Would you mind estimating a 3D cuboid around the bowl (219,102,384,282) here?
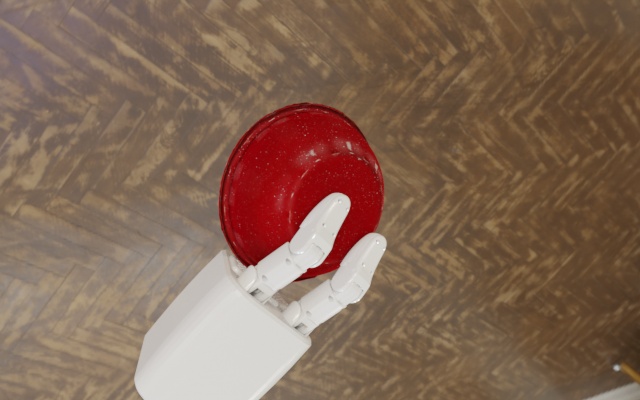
[{"bbox_3d":[0.001,0.000,0.402,0.162,0.162,0.055,0,13,-34],"label":"bowl"}]
